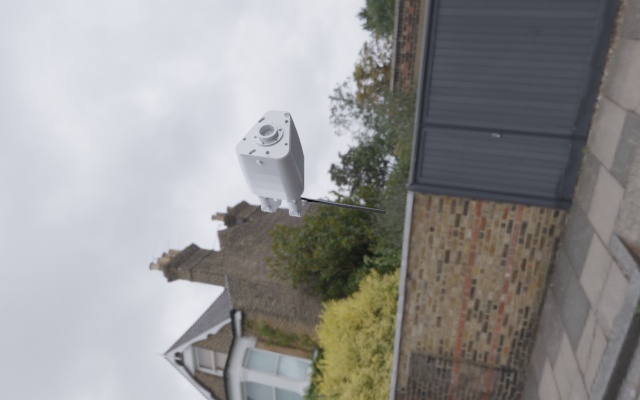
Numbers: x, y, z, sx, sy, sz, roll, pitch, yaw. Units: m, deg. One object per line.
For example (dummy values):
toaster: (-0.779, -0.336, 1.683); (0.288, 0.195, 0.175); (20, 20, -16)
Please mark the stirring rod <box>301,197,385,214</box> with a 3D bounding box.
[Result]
stirring rod: (0.000, 0.003, 0.884); (0.239, 0.011, 0.011); (9, 2, 16)
